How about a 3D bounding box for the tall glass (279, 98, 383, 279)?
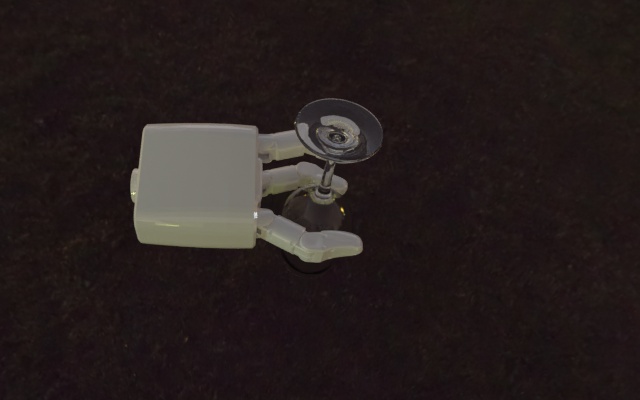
[{"bbox_3d":[0.000,0.001,0.469,0.079,0.079,0.201,0,-38,-11],"label":"tall glass"}]
